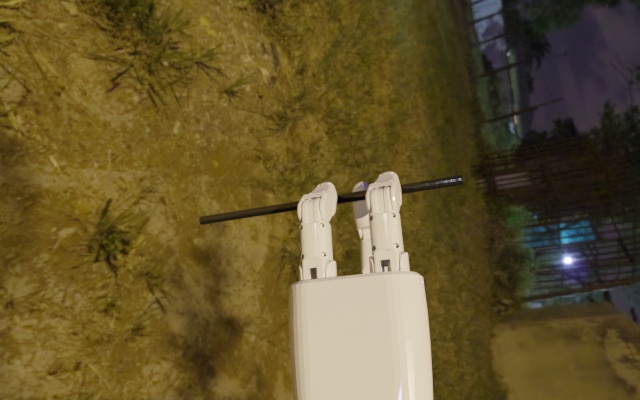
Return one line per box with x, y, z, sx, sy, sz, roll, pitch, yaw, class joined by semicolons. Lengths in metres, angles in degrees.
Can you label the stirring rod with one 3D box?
0.000;0.001;0.418;0.239;0.011;0.011;-9;-3;18;stirring rod
